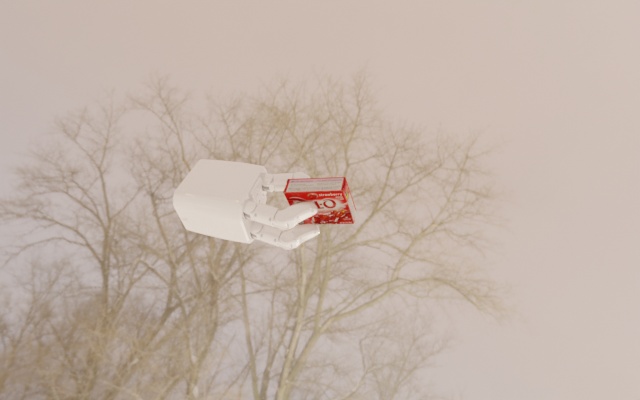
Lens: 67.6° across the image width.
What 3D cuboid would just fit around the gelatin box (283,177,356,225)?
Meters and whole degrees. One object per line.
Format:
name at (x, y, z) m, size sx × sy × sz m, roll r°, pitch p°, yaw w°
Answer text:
gelatin box at (0.001, 0.002, 0.682) m, size 0.089 × 0.030 × 0.073 m, roll -2°, pitch -41°, yaw 18°
